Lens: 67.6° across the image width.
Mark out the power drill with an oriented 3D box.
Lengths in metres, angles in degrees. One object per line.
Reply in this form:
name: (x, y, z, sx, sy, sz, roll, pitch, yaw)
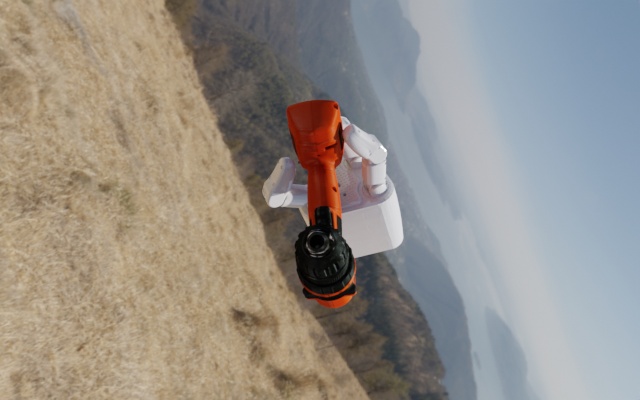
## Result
power drill: (0.000, 0.001, 0.460, 0.057, 0.187, 0.184, -4, -22, 2)
